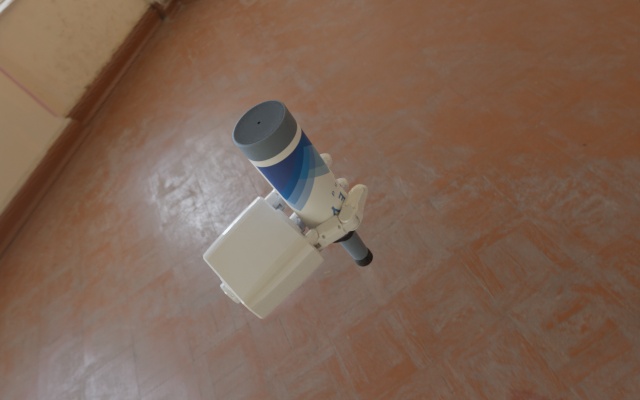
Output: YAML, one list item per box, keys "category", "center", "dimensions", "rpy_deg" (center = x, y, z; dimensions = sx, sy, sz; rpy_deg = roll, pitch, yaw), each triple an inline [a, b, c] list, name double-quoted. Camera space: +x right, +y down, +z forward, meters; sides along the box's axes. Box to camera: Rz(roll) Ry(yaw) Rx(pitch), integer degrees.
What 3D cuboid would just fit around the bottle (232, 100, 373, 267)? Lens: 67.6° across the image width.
- category: "bottle"
  center: [0.000, 0.002, 0.602]
  dimensions: [0.069, 0.069, 0.296]
  rpy_deg: [0, -35, 33]
